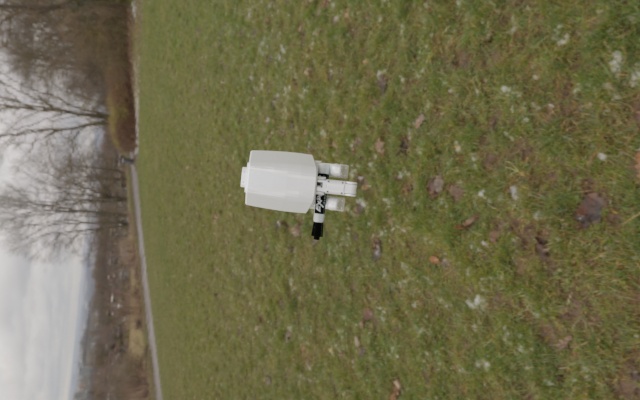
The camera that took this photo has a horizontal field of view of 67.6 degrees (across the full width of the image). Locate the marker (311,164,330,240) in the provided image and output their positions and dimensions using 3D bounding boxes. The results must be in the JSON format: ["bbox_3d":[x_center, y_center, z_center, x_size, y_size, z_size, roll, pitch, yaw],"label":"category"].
[{"bbox_3d":[0.000,0.003,0.762,0.020,0.121,0.020,6,1,0],"label":"marker"}]
